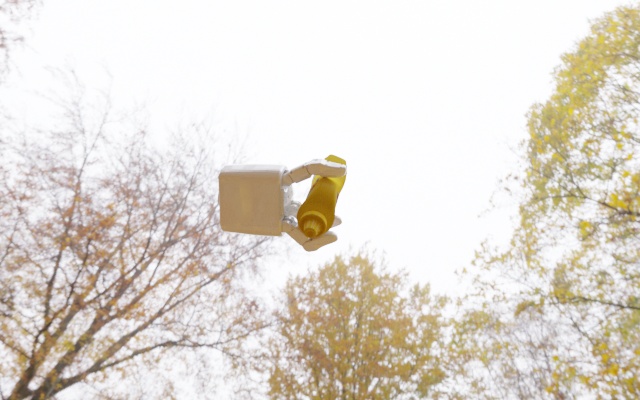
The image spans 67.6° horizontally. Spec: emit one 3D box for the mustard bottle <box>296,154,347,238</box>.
[{"bbox_3d":[0.000,0.002,0.775,0.058,0.096,0.191,24,30,-2],"label":"mustard bottle"}]
